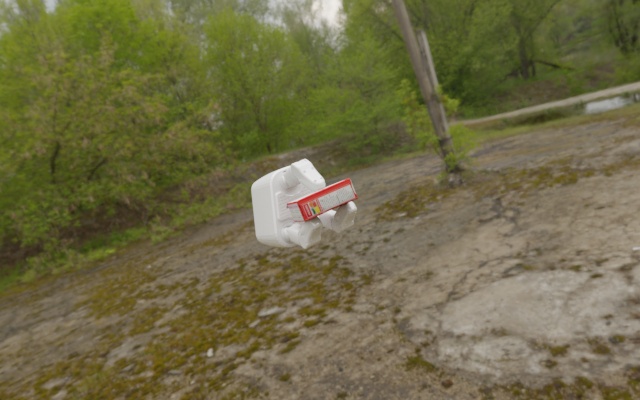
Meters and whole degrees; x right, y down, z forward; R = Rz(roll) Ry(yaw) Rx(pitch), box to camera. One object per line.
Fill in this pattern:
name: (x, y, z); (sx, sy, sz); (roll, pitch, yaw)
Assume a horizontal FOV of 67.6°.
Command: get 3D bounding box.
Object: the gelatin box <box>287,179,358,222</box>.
gelatin box: (0.000, 0.002, 0.616); (0.073, 0.030, 0.089); (-23, 2, -12)
